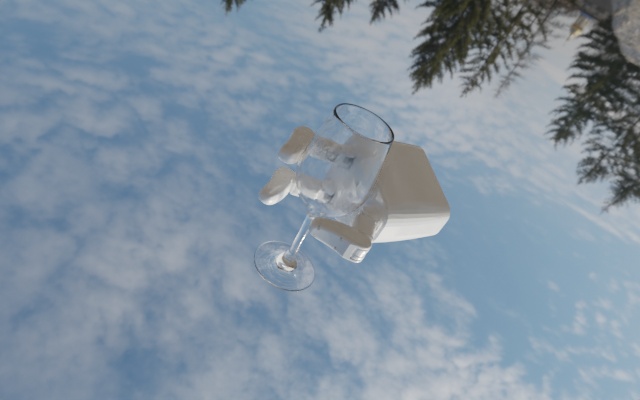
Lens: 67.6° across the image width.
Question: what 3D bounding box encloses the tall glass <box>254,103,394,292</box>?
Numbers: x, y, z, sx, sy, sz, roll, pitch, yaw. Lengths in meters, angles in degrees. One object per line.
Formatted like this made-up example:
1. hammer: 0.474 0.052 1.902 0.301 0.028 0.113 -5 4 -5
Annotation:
1. tall glass: 0.000 0.002 0.488 0.079 0.201 0.079 19 35 -14
